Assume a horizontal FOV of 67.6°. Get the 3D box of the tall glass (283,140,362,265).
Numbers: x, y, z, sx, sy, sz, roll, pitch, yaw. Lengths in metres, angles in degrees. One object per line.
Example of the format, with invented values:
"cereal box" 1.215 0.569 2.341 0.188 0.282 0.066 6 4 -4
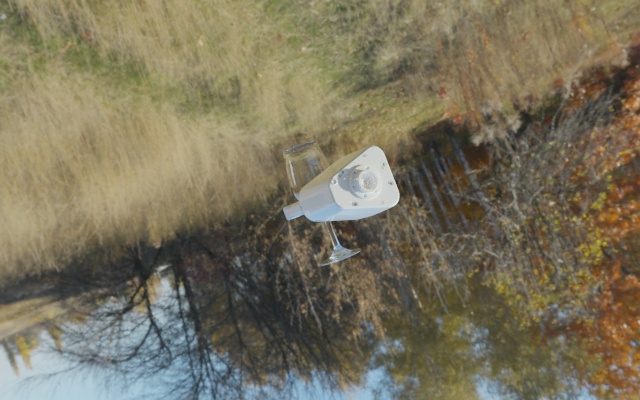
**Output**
"tall glass" 0.000 0.003 0.807 0.079 0.201 0.079 -21 -1 0
